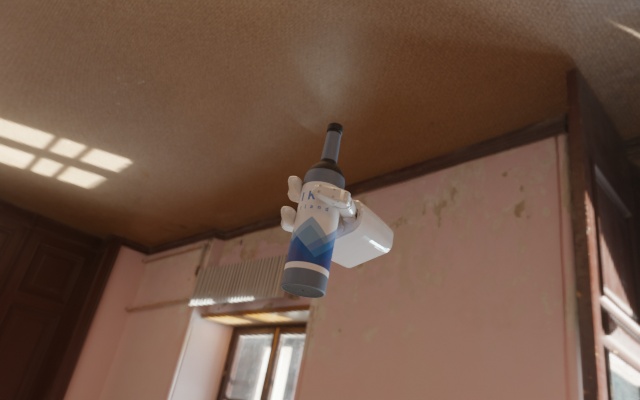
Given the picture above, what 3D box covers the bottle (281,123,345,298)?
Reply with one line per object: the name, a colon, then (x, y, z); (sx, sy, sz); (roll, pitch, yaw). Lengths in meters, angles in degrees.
bottle: (0.000, 0.003, 0.759); (0.069, 0.295, 0.069); (9, -26, 5)
